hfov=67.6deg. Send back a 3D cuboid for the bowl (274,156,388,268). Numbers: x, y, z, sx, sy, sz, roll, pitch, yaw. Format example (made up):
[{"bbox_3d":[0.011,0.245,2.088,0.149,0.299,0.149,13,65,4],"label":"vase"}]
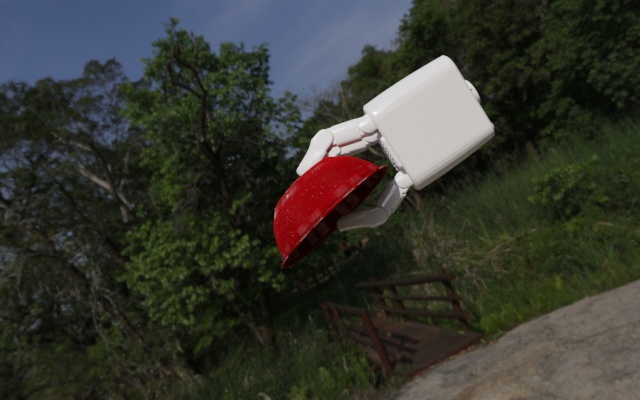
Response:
[{"bbox_3d":[-0.001,0.002,0.538,0.055,0.162,0.162,45,9,9],"label":"bowl"}]
